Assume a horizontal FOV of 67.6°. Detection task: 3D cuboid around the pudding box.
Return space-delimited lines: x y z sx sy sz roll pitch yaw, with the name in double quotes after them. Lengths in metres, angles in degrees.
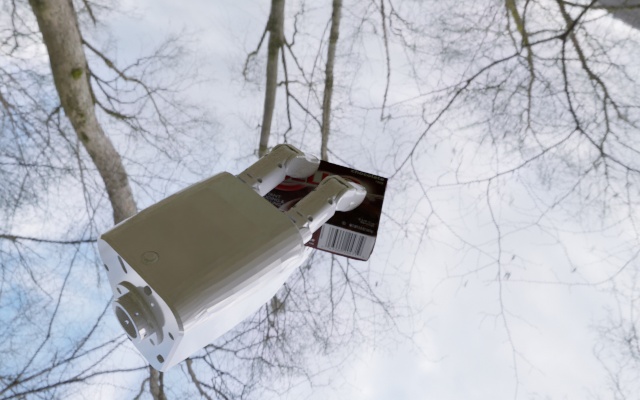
0.000 0.002 0.438 0.113 0.039 0.090 17 40 2 "pudding box"
